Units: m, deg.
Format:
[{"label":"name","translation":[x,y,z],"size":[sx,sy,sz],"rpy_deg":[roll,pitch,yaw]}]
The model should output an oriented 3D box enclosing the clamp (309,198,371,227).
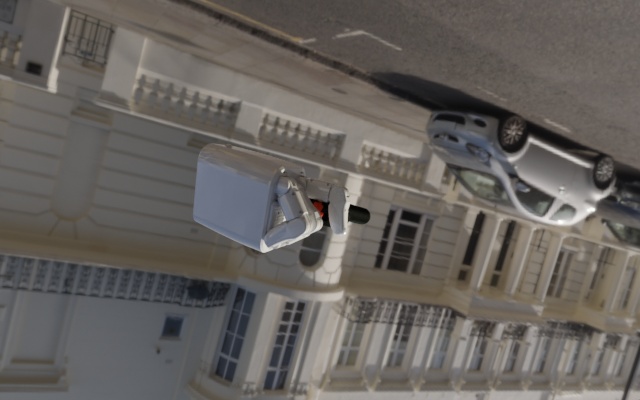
[{"label":"clamp","translation":[0.000,0.003,0.667],"size":[0.120,0.039,0.171],"rpy_deg":[24,6,17]}]
